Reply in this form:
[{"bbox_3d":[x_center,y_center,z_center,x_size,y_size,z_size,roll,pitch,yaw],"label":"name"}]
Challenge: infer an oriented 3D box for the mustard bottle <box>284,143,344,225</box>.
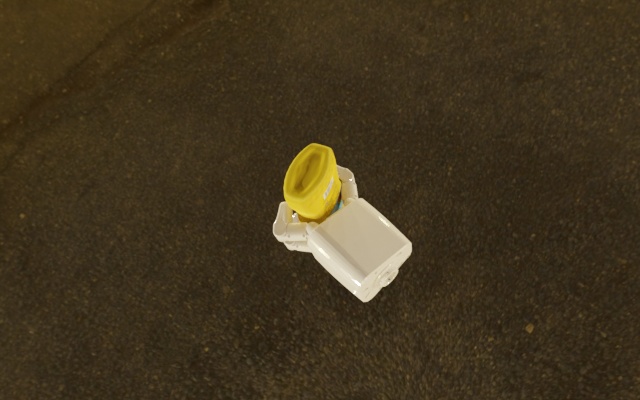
[{"bbox_3d":[0.000,0.002,0.732,0.058,0.096,0.192,17,-22,19],"label":"mustard bottle"}]
